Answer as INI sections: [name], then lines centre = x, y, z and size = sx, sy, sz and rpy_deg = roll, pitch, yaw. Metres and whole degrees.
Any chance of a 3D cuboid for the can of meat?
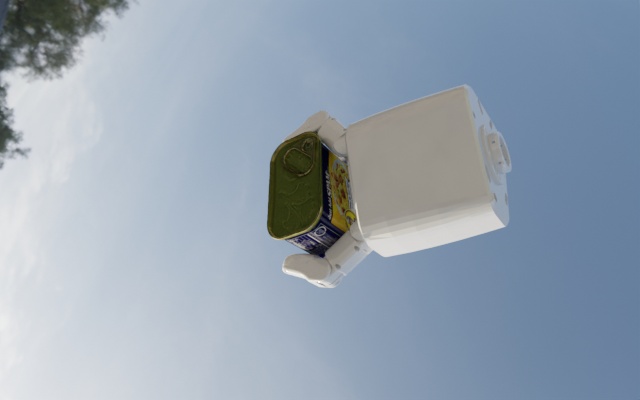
[can of meat]
centre = 0.000, 0.002, 0.444
size = 0.057, 0.102, 0.084
rpy_deg = -21, -36, 29
